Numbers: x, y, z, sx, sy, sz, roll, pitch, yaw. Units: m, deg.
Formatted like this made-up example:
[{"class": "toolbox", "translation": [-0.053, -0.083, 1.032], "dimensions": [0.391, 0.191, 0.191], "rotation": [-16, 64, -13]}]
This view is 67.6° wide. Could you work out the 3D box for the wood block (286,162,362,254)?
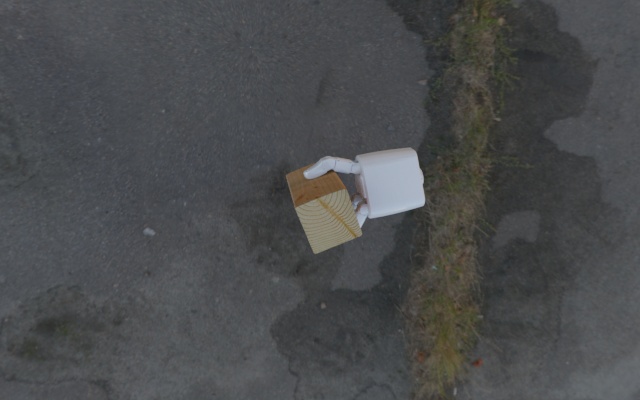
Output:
[{"class": "wood block", "translation": [0.000, 0.002, 0.869], "dimensions": [0.090, 0.091, 0.206], "rotation": [-21, 19, -1]}]
